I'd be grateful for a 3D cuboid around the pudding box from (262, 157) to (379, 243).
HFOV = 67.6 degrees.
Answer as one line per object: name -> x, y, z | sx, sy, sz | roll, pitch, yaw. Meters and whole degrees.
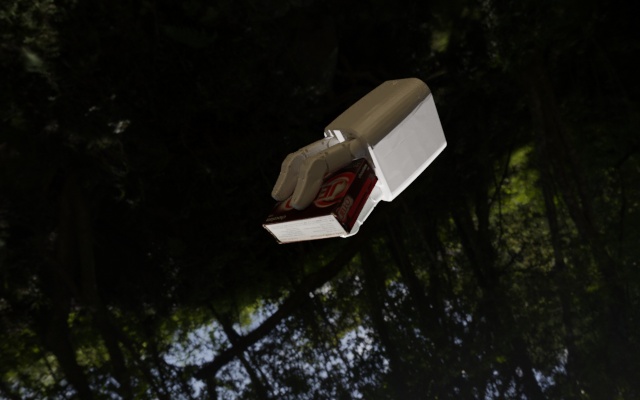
pudding box -> 0.000, 0.002, 0.544 | 0.113, 0.039, 0.090 | -14, 33, 43
